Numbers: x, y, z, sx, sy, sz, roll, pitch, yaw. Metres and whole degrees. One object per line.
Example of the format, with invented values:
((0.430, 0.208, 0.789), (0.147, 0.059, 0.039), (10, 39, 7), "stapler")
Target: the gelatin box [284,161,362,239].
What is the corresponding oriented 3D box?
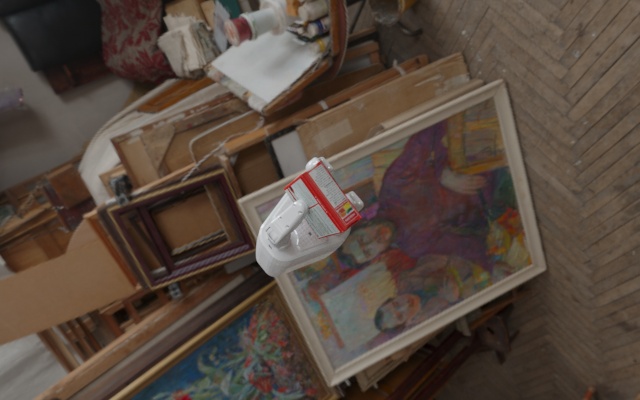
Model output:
((0.000, 0.002, 0.519), (0.030, 0.073, 0.089), (-37, 3, -18), "gelatin box")
